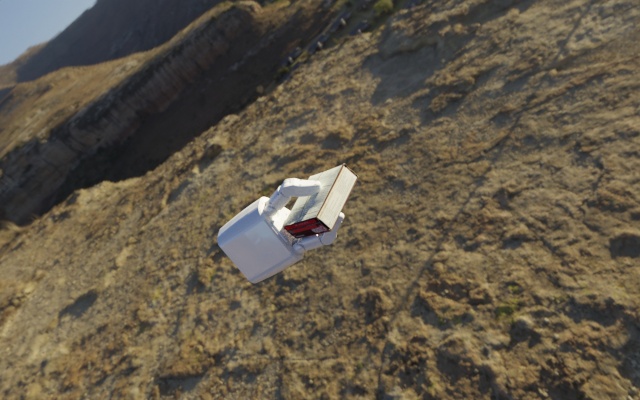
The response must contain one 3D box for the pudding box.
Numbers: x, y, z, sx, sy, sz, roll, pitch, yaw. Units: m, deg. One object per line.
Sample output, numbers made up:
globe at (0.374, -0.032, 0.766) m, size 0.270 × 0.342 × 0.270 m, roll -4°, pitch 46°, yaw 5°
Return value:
pudding box at (0.000, 0.002, 0.748) m, size 0.039 × 0.113 × 0.090 m, roll 41°, pitch -33°, yaw -25°
